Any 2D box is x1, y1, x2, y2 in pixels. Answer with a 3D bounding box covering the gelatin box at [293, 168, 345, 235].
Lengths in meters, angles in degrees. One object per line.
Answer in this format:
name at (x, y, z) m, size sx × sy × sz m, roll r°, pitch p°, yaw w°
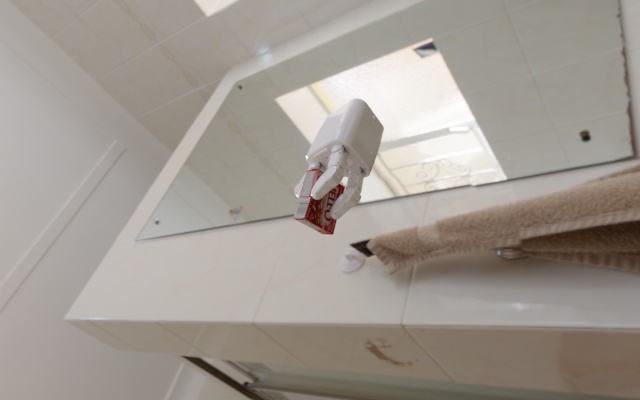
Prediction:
gelatin box at (0.000, 0.003, 0.783) m, size 0.030 × 0.089 × 0.073 m, roll -2°, pitch -24°, yaw 43°
